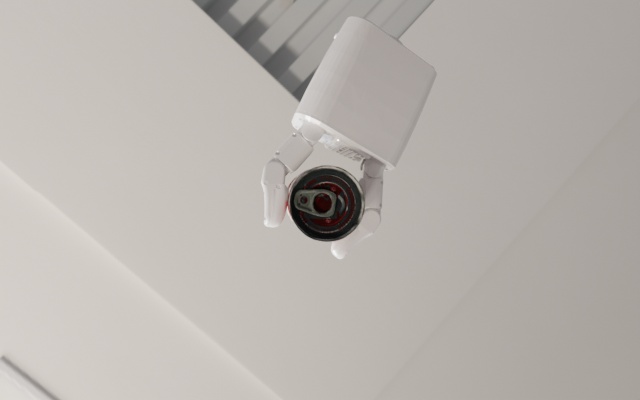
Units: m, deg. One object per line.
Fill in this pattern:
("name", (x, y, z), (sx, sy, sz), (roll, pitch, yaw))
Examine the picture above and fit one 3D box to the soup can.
("soup can", (0.000, 0.002, 0.470), (0.068, 0.068, 0.102), (0, 2, -7))
